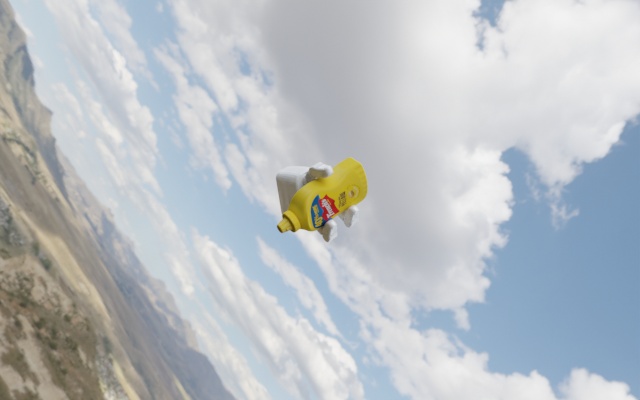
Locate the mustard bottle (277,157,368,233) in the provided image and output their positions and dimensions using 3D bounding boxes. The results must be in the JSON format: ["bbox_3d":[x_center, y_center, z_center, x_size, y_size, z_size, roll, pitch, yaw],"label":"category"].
[{"bbox_3d":[0.001,0.003,0.887,0.191,0.096,0.058,-33,48,-22],"label":"mustard bottle"}]
